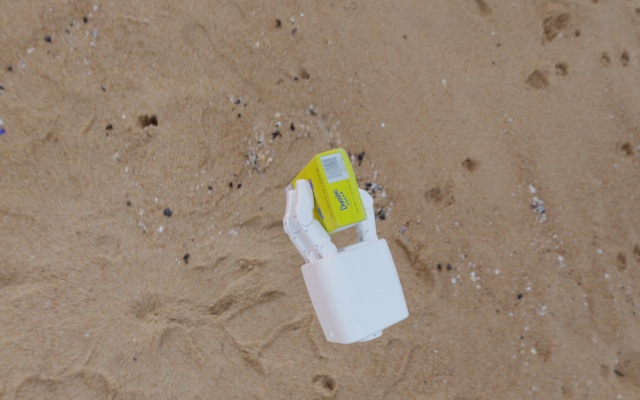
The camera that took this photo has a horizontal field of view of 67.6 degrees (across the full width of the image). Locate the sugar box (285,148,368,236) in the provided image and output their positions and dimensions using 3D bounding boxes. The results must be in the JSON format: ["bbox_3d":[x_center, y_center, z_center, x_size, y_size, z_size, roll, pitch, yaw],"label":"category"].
[{"bbox_3d":[0.000,0.002,0.643,0.048,0.093,0.176,-14,-9,-21],"label":"sugar box"}]
